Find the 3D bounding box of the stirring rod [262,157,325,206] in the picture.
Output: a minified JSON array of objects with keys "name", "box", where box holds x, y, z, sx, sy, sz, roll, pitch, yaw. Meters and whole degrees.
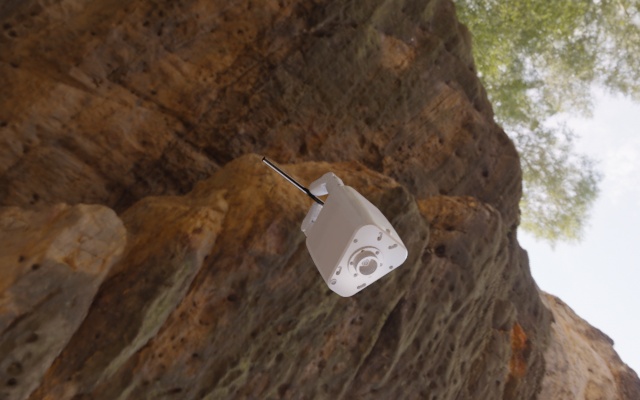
[{"name":"stirring rod","box":[0.000,0.002,0.759,0.240,0.011,0.011,37,-20,-29]}]
